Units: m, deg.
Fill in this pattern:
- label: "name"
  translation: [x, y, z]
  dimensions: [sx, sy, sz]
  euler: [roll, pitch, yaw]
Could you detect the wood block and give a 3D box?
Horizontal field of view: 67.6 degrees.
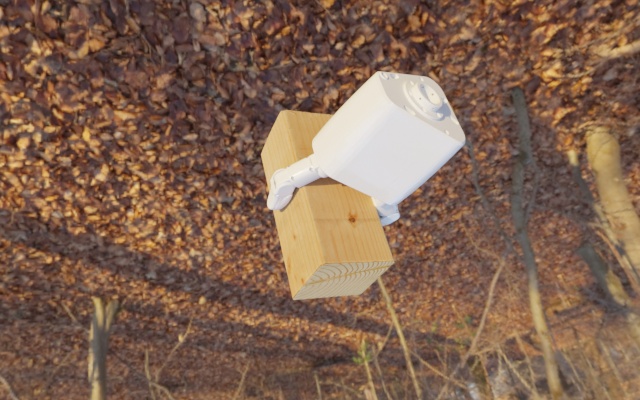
- label: "wood block"
  translation: [0.000, 0.002, 0.568]
  dimensions: [0.091, 0.206, 0.090]
  euler: [1, -34, -26]
